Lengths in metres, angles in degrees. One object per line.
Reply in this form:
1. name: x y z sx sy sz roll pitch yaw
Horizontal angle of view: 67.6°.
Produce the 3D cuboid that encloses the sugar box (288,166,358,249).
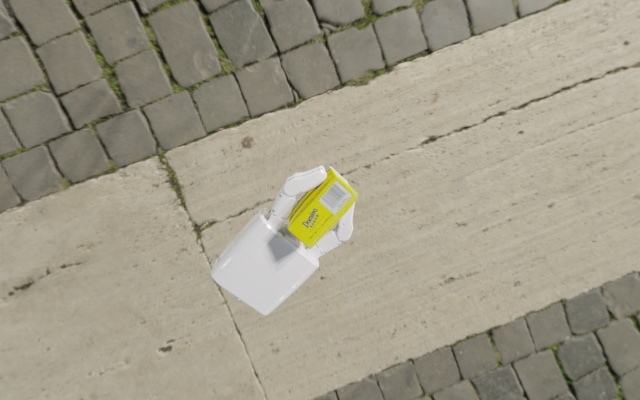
1. sugar box: 0.000 0.002 0.674 0.048 0.093 0.176 42 4 -10
